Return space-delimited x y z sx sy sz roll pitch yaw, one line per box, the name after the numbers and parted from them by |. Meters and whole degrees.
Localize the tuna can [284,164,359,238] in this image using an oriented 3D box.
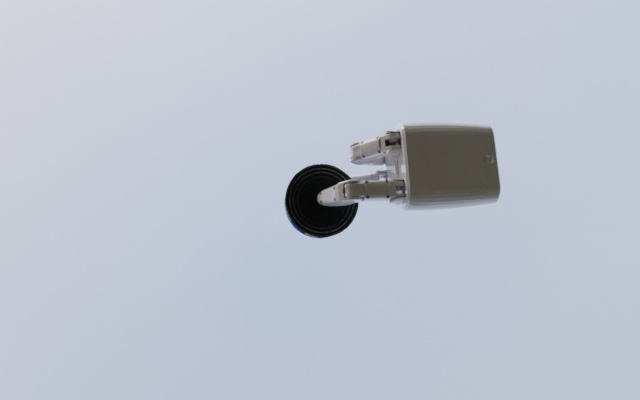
0.000 0.002 0.565 0.086 0.086 0.034 0 -8 -8 | tuna can
